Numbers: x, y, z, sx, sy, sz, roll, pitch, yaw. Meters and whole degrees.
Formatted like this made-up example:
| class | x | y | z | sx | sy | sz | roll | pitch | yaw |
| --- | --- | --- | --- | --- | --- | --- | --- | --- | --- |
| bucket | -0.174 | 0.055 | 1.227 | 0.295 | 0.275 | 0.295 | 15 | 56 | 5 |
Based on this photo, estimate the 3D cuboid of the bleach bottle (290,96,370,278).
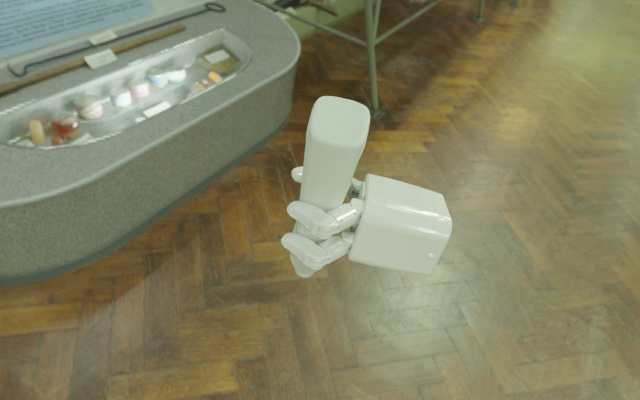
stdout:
| class | x | y | z | sx | sy | sz | roll | pitch | yaw |
| --- | --- | --- | --- | --- | --- | --- | --- | --- | --- |
| bleach bottle | 0.000 | 0.002 | 0.609 | 0.068 | 0.251 | 0.102 | 13 | 41 | 0 |
